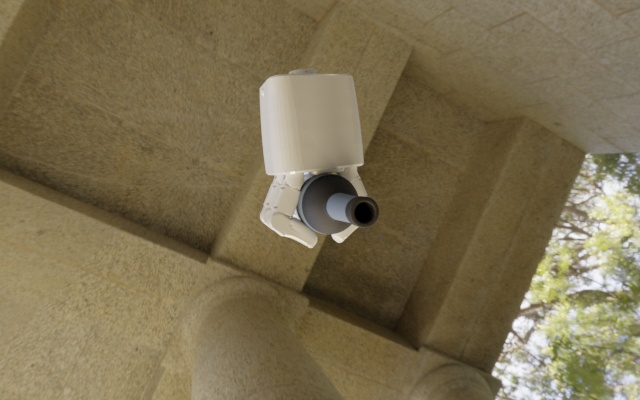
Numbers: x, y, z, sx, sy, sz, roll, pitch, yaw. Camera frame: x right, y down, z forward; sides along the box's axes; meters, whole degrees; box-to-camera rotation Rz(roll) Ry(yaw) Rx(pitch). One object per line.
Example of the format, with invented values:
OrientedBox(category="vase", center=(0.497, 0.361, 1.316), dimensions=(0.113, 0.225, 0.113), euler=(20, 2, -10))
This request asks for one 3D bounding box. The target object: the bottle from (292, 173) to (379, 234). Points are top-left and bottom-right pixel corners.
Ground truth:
OrientedBox(category="bottle", center=(0.000, 0.002, 0.556), dimensions=(0.069, 0.069, 0.295), euler=(0, 3, -15))
